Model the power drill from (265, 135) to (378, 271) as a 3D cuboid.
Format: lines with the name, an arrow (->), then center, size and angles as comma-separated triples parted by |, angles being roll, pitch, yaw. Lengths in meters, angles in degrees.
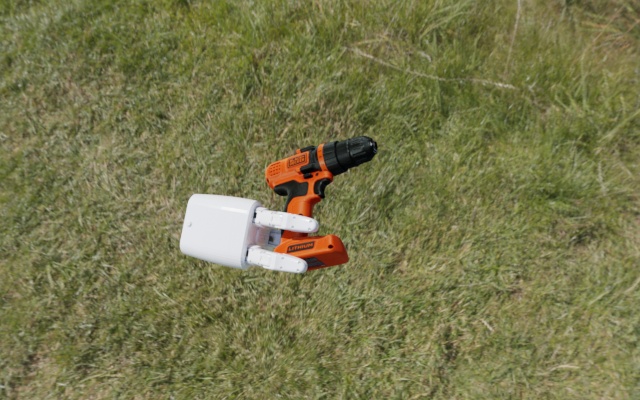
power drill -> 0.000, 0.003, 0.690 | 0.184, 0.187, 0.057 | -17, -35, 27
